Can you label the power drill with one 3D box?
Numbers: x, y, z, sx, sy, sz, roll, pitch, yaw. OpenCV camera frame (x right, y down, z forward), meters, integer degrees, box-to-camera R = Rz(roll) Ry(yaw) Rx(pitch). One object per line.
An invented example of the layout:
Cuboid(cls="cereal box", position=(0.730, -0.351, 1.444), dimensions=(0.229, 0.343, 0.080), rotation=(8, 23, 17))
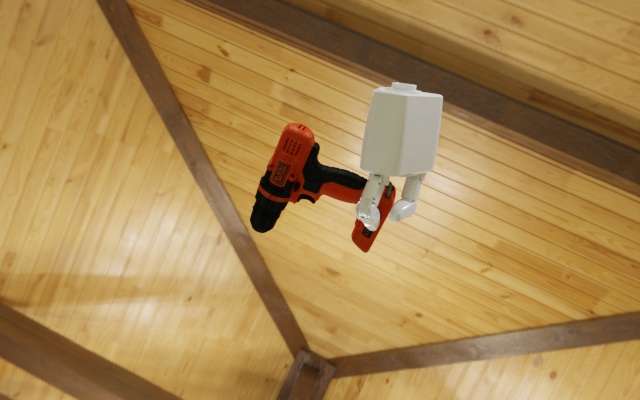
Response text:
Cuboid(cls="power drill", position=(0.001, 0.002, 0.693), dimensions=(0.187, 0.184, 0.057), rotation=(25, 30, -1))
